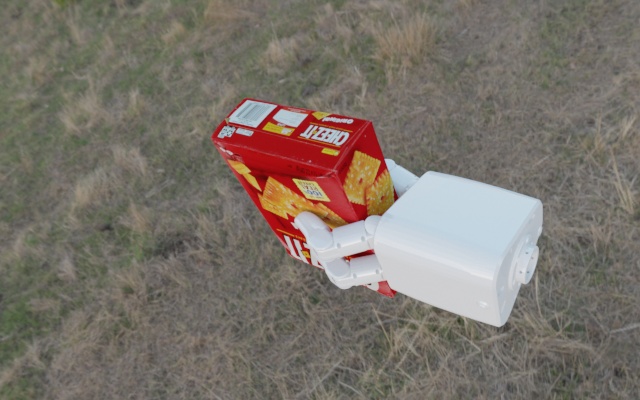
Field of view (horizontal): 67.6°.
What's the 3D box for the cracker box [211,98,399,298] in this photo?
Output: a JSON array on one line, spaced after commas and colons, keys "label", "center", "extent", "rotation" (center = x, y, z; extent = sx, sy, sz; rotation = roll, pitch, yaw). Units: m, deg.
[{"label": "cracker box", "center": [0.000, 0.001, 0.511], "extent": [0.164, 0.072, 0.214], "rotation": [18, -30, 36]}]
